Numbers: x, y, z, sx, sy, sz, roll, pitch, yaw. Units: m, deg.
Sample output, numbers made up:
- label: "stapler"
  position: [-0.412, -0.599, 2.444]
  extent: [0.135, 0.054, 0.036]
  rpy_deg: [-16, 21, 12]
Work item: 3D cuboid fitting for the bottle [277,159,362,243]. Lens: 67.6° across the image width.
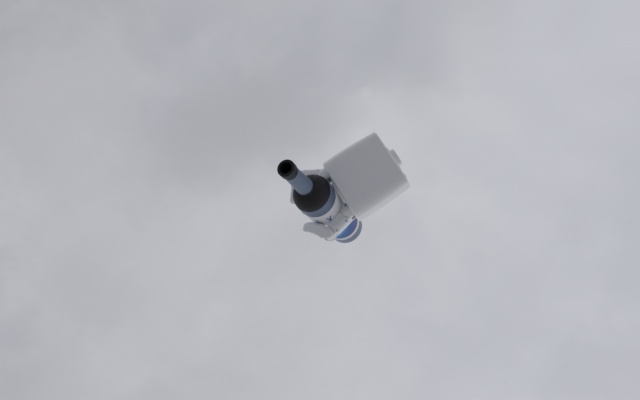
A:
- label: "bottle"
  position: [0.000, 0.003, 0.811]
  extent: [0.069, 0.069, 0.296]
  rpy_deg: [0, -20, 21]
